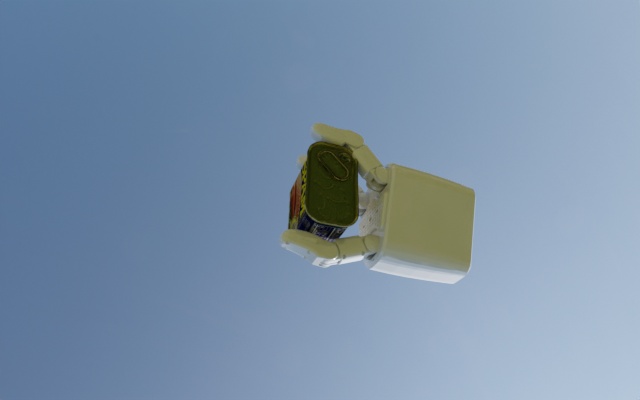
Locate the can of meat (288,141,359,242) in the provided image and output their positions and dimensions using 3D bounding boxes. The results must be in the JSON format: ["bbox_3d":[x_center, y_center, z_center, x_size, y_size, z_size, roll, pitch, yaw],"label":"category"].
[{"bbox_3d":[0.000,0.002,0.524,0.057,0.102,0.084,11,-34,-14],"label":"can of meat"}]
